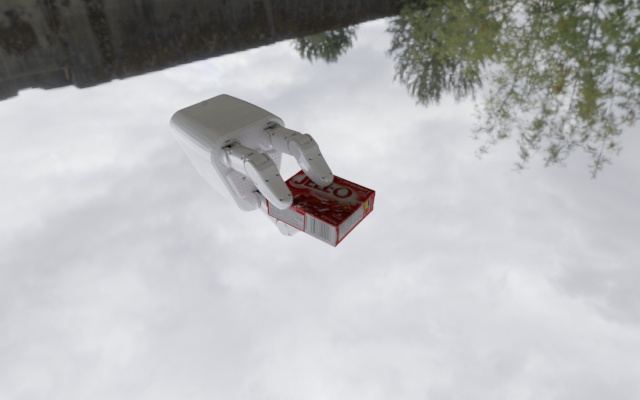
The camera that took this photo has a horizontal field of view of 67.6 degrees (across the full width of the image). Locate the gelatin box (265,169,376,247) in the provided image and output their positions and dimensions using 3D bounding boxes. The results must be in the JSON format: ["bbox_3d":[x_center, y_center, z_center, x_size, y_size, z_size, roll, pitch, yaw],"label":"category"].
[{"bbox_3d":[0.000,0.002,0.491,0.089,0.030,0.073,24,42,27],"label":"gelatin box"}]
